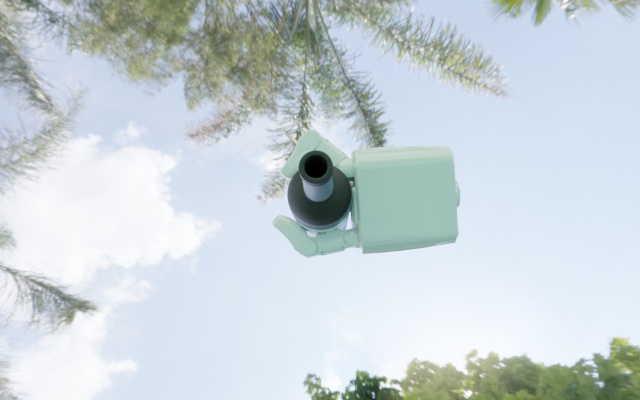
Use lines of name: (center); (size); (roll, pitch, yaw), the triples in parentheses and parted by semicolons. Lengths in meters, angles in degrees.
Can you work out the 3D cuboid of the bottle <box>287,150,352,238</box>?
bottle: (0.000, 0.002, 0.520); (0.069, 0.069, 0.296); (0, -11, 2)
